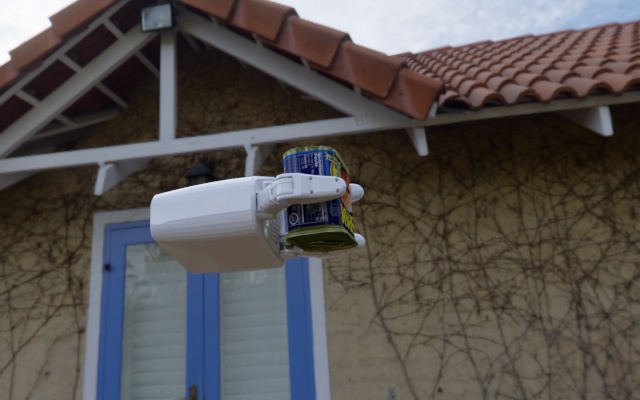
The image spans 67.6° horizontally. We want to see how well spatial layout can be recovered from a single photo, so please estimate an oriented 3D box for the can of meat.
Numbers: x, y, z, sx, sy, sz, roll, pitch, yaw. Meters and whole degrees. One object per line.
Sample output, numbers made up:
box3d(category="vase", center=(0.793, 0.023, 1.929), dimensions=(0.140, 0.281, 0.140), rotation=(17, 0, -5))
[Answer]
box3d(category="can of meat", center=(0.000, 0.001, 0.472), dimensions=(0.057, 0.084, 0.102), rotation=(-8, -16, 12))
